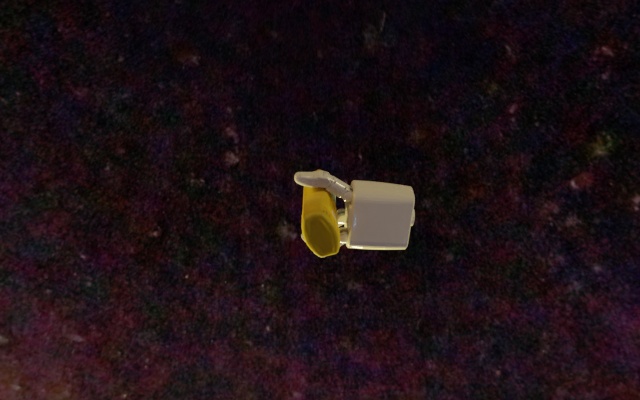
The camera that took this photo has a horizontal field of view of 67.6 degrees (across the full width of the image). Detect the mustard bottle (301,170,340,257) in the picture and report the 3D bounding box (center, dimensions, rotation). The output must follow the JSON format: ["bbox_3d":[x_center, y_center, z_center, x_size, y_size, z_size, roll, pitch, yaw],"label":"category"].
[{"bbox_3d":[0.000,0.003,0.840,0.058,0.096,0.191,-16,34,11],"label":"mustard bottle"}]
